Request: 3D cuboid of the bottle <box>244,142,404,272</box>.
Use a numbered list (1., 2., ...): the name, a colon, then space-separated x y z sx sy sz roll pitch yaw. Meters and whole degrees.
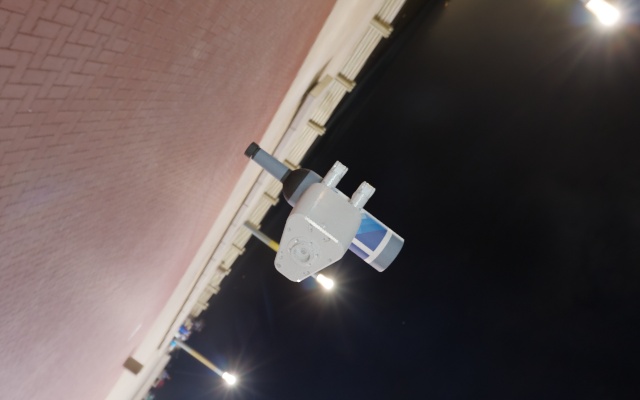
1. bottle: 0.000 0.003 0.785 0.296 0.069 0.069 37 -1 -2
